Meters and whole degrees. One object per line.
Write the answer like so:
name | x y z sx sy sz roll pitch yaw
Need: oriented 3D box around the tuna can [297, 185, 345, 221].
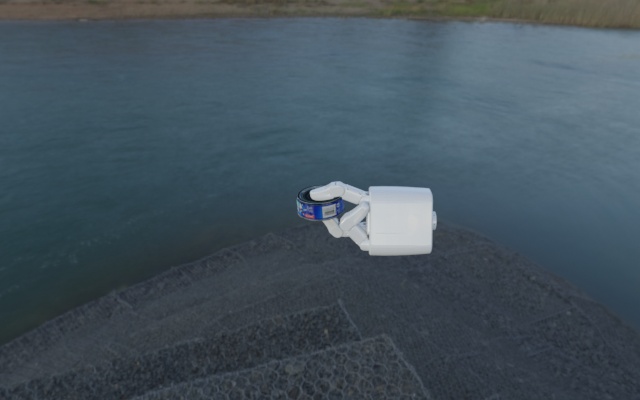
tuna can | 0.000 0.002 0.854 0.086 0.034 0.086 -4 25 2
